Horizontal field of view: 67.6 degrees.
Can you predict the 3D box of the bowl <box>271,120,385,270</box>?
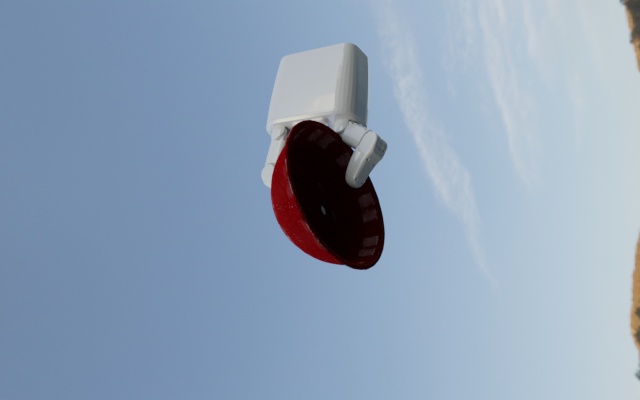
[{"bbox_3d":[0.000,0.003,0.489,0.055,0.162,0.162,-26,-14,30],"label":"bowl"}]
